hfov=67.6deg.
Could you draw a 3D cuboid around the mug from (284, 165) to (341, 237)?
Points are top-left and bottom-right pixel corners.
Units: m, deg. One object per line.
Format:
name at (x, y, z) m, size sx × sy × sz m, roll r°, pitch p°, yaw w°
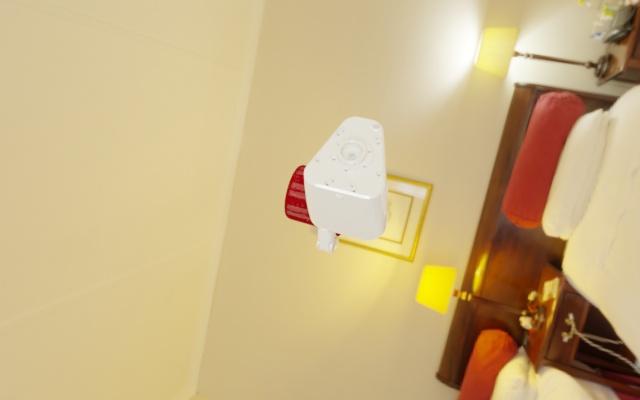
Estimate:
mug at (0.000, 0.003, 0.695) m, size 0.081 × 0.093 × 0.117 m, roll 15°, pitch -27°, yaw 12°
